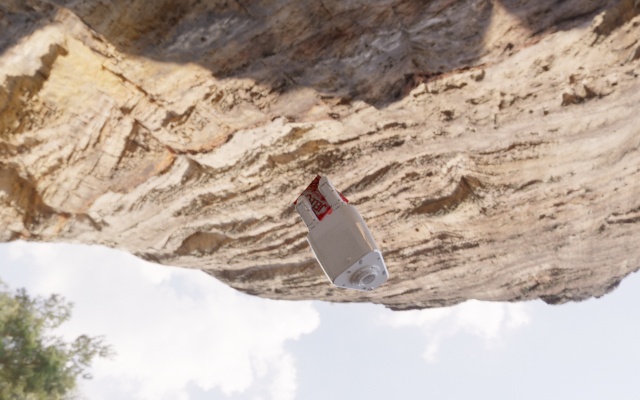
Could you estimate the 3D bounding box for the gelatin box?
[{"bbox_3d":[0.000,0.003,0.880,0.030,0.073,0.089,40,2,-43],"label":"gelatin box"}]
